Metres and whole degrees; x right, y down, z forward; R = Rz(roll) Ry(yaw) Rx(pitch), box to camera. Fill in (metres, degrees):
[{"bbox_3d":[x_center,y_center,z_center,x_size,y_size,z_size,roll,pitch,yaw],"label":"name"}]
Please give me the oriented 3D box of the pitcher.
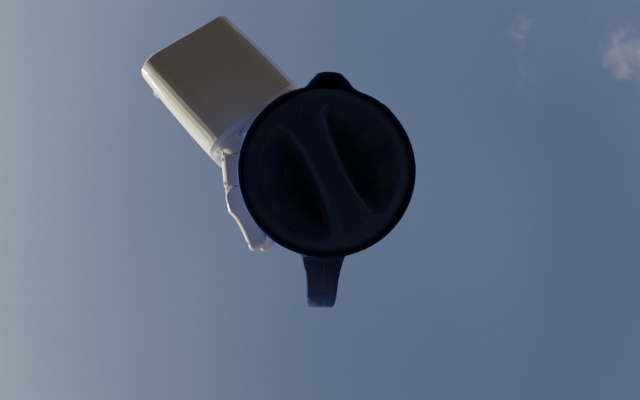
[{"bbox_3d":[0.000,0.001,0.467,0.149,0.145,0.243,-44,-4,-7],"label":"pitcher"}]
